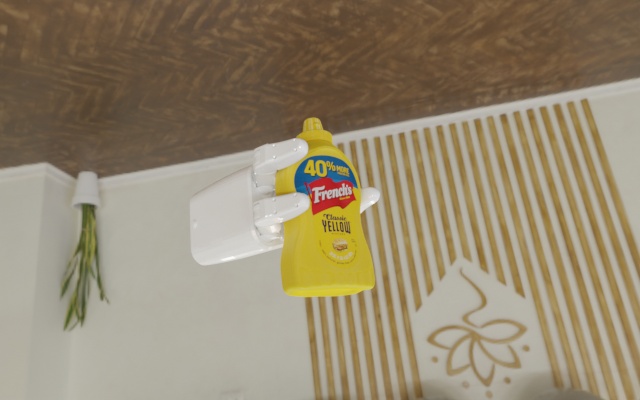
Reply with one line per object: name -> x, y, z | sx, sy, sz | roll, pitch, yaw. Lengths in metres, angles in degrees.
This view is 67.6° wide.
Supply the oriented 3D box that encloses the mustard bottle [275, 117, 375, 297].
mustard bottle -> 0.000, 0.002, 0.502 | 0.096, 0.191, 0.058 | 5, -22, -30
